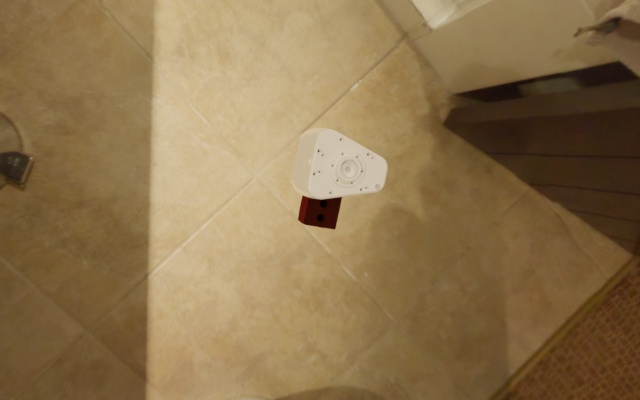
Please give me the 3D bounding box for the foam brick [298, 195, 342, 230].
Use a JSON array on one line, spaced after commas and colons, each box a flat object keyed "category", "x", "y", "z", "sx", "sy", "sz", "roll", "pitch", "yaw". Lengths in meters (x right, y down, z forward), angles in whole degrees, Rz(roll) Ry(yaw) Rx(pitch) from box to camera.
[{"category": "foam brick", "x": 0.000, "y": 0.003, "z": 0.753, "sx": 0.053, "sy": 0.078, "sz": 0.051, "roll": 10, "pitch": 4, "yaw": -15}]
